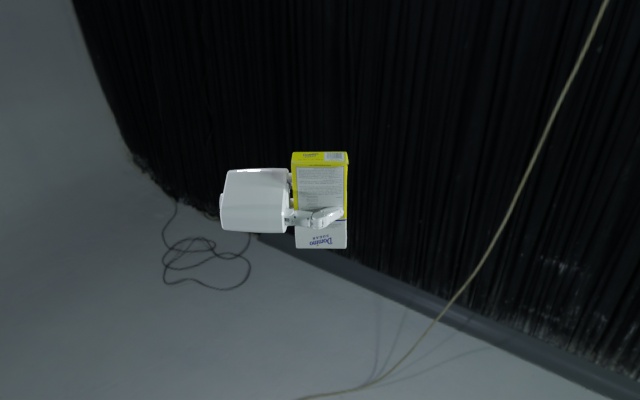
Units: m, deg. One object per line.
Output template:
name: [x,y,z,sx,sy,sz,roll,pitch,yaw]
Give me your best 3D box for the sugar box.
sugar box: [0.000,0.002,0.829,0.093,0.176,0.048,1,35,2]
